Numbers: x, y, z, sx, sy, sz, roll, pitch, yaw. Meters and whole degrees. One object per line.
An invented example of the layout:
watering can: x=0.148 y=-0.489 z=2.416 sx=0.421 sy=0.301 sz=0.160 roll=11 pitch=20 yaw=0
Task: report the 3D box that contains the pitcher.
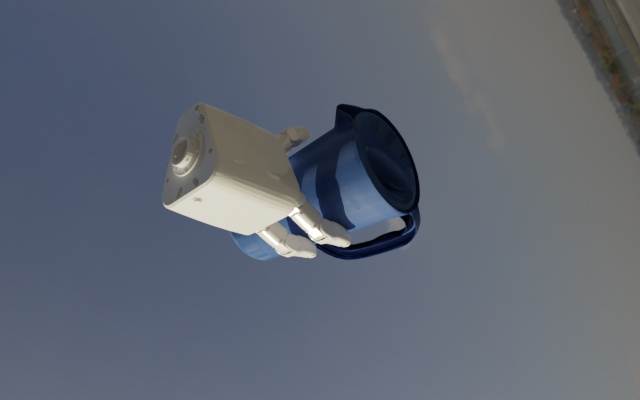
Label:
pitcher: x=0.000 y=0.002 z=0.616 sx=0.243 sy=0.149 sz=0.145 roll=-26 pitch=-29 yaw=34
